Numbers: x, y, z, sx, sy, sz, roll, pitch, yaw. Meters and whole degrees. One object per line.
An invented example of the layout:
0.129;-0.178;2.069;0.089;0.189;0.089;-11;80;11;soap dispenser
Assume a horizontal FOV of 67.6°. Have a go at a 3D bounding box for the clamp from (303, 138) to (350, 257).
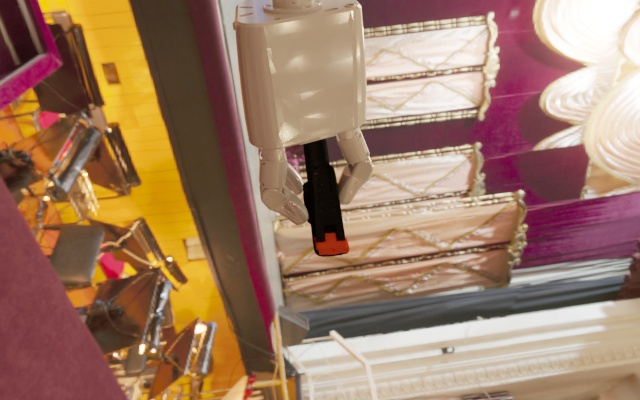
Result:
0.001;0.002;0.502;0.036;0.165;0.209;-5;34;-4;clamp
